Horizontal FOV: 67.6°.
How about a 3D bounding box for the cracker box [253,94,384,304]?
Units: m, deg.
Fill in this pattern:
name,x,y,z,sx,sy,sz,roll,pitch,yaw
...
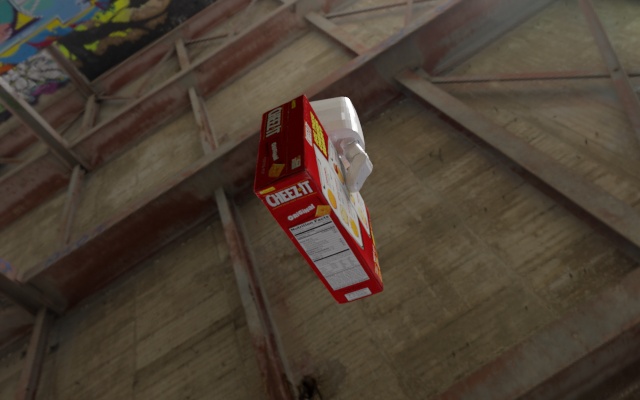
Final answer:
name,x,y,z,sx,sy,sz,roll,pitch,yaw
cracker box,0.000,0.002,0.601,0.072,0.214,0.164,-22,37,15
